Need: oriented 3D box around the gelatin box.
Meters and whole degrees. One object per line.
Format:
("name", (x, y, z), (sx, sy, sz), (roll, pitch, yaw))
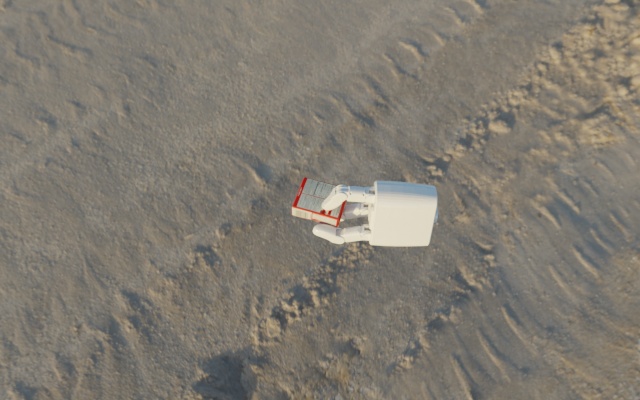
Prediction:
("gelatin box", (0.000, 0.002, 0.868), (0.089, 0.073, 0.030), (15, -36, 6))
